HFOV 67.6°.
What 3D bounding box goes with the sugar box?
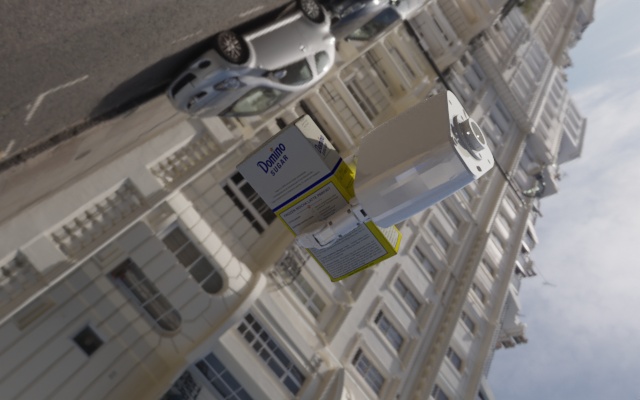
[{"bbox_3d":[0.000,0.001,0.524,0.093,0.176,0.048,-31,13,30],"label":"sugar box"}]
